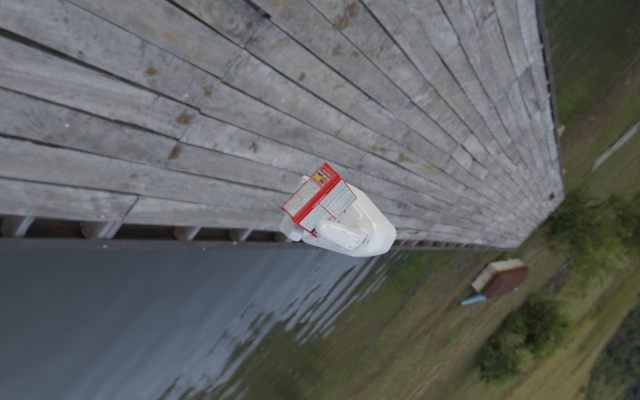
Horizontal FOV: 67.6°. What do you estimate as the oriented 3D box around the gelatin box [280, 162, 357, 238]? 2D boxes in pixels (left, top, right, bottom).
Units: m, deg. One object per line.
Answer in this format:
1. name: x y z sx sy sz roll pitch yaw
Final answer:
1. gelatin box: 0.000 0.002 0.564 0.030 0.073 0.089 45 1 22
